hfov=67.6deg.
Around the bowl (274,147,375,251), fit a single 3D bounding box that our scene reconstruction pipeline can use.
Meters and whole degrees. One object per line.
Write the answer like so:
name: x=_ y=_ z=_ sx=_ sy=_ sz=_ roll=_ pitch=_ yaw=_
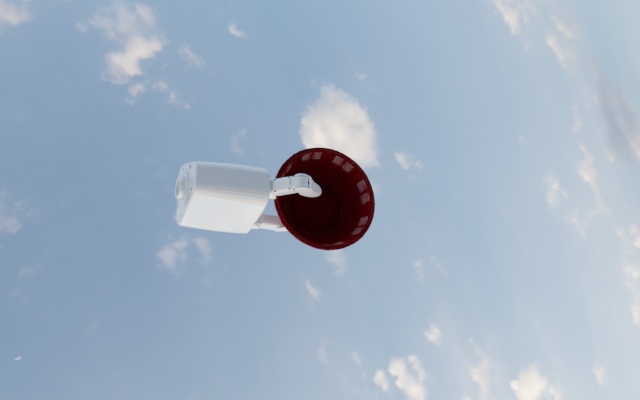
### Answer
bowl: x=0.001 y=0.003 z=0.736 sx=0.162 sy=0.162 sz=0.055 roll=0 pitch=-17 yaw=-19
